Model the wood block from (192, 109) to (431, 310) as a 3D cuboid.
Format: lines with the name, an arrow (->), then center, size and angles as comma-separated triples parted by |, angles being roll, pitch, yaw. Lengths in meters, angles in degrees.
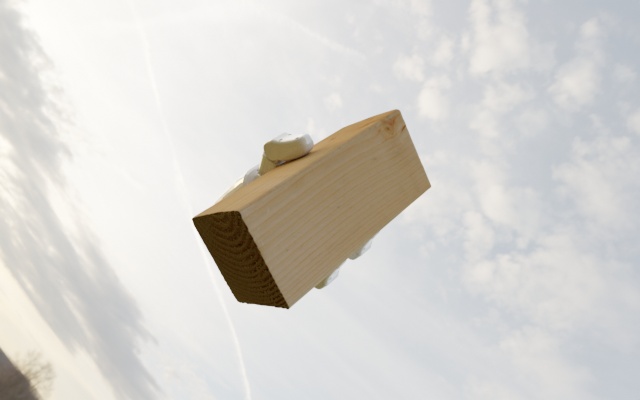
wood block -> 0.000, 0.001, 0.450 | 0.206, 0.091, 0.090 | -36, 16, -35
